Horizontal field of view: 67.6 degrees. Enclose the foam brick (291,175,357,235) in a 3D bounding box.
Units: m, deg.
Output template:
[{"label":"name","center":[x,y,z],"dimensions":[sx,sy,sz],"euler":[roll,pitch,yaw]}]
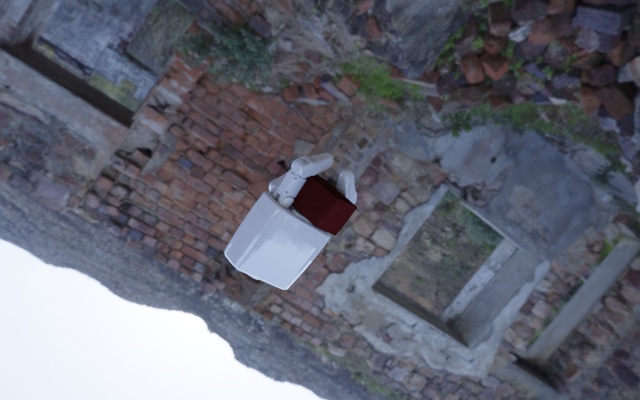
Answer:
[{"label":"foam brick","center":[0.000,0.002,0.652],"dimensions":[0.078,0.051,0.053],"euler":[42,8,37]}]
